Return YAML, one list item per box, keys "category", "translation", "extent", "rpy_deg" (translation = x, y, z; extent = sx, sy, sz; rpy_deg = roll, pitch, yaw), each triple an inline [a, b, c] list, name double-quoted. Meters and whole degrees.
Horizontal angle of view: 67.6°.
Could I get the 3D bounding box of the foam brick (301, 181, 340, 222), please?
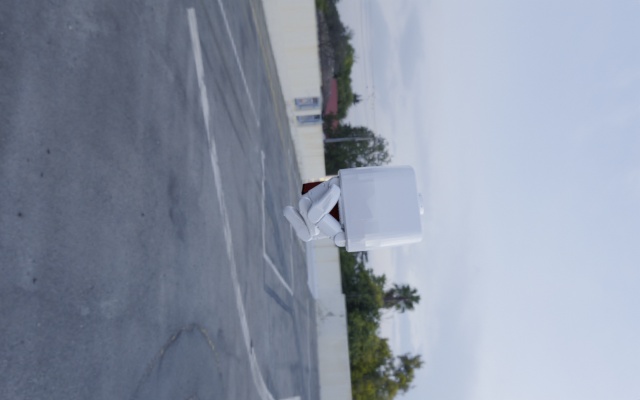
- category: "foam brick"
  translation: [0.000, 0.002, 0.731]
  extent: [0.051, 0.053, 0.078]
  rpy_deg: [-8, 12, 1]
